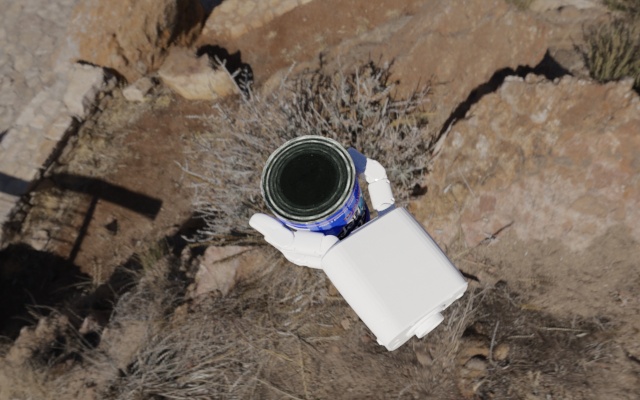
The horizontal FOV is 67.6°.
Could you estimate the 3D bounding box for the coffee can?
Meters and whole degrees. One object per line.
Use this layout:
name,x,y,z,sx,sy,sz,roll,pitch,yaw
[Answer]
coffee can,0.000,0.002,0.561,0.103,0.102,0.140,0,-22,13
